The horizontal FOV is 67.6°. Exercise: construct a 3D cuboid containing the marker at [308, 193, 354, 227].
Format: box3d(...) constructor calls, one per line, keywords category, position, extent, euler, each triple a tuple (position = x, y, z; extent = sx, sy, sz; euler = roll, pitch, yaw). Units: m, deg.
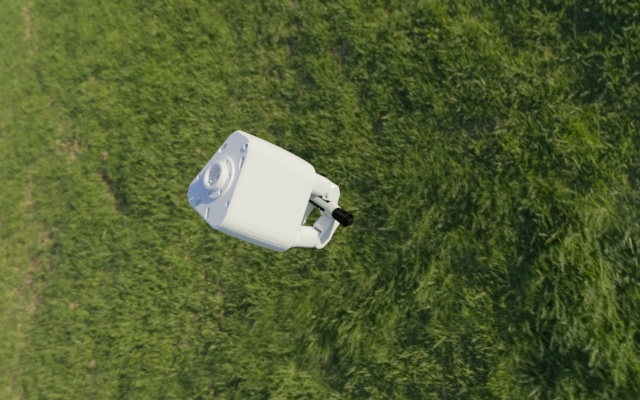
box3d(category="marker", position=(0.000, 0.002, 0.620), extent=(0.020, 0.020, 0.121), euler=(0, 24, -42))
